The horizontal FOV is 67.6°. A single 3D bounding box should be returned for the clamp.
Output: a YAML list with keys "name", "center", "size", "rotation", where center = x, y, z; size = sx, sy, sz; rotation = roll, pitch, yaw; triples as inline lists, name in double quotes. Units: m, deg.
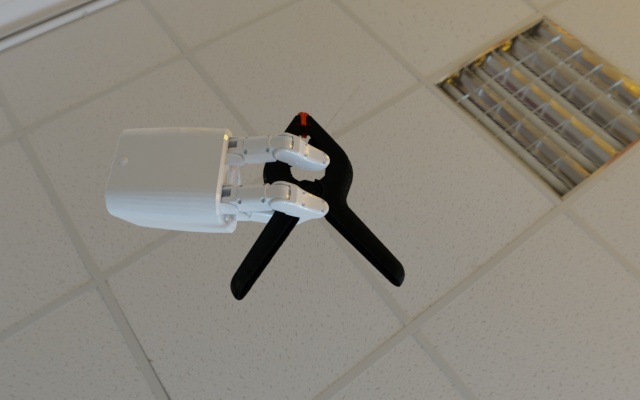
- name: "clamp"
  center: [0.000, 0.001, 0.492]
  size: [0.164, 0.209, 0.036]
  rotation: [3, -28, -2]
